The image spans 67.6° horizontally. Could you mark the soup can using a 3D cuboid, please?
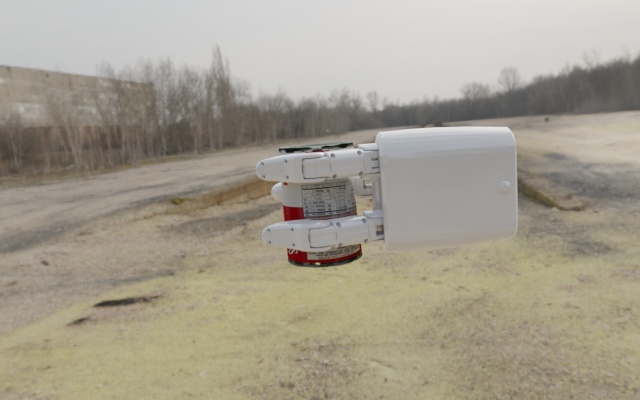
[{"bbox_3d":[0.000,0.001,0.424,0.068,0.102,0.068,-5,8,1],"label":"soup can"}]
